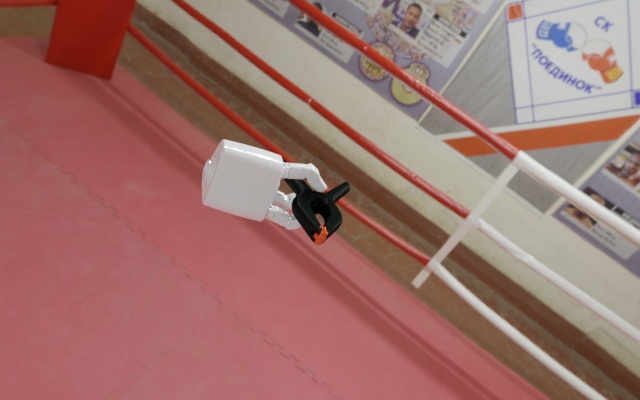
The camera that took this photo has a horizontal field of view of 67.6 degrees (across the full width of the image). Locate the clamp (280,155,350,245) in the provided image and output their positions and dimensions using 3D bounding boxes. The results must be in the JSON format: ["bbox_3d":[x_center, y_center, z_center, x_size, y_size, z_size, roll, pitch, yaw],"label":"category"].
[{"bbox_3d":[0.000,0.002,0.859,0.164,0.036,0.209,15,33,-25],"label":"clamp"}]
